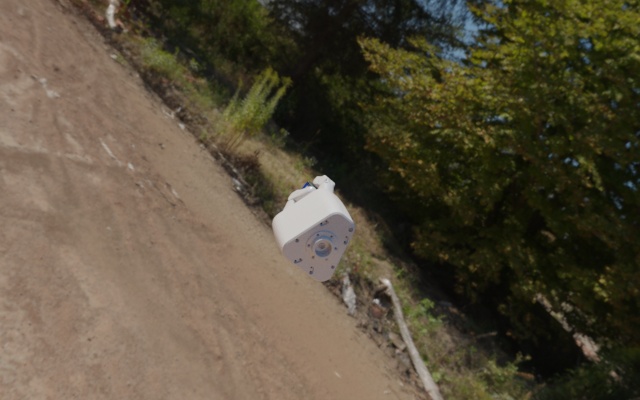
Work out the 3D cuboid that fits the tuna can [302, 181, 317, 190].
[{"bbox_3d":[0.000,0.002,0.868,0.086,0.034,0.086,37,5,-4],"label":"tuna can"}]
